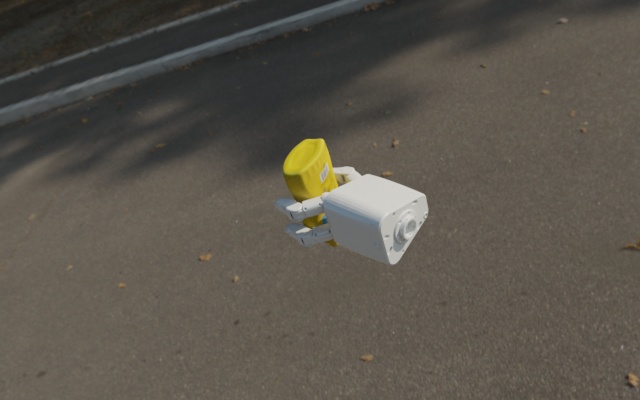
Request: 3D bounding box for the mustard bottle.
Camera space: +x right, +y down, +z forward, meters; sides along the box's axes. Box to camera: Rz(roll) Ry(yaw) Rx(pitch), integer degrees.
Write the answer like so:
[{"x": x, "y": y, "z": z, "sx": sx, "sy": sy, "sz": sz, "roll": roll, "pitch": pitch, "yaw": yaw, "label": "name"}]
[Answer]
[{"x": 0.000, "y": 0.002, "z": 0.773, "sx": 0.058, "sy": 0.192, "sz": 0.096, "roll": 1, "pitch": 41, "yaw": 25, "label": "mustard bottle"}]
